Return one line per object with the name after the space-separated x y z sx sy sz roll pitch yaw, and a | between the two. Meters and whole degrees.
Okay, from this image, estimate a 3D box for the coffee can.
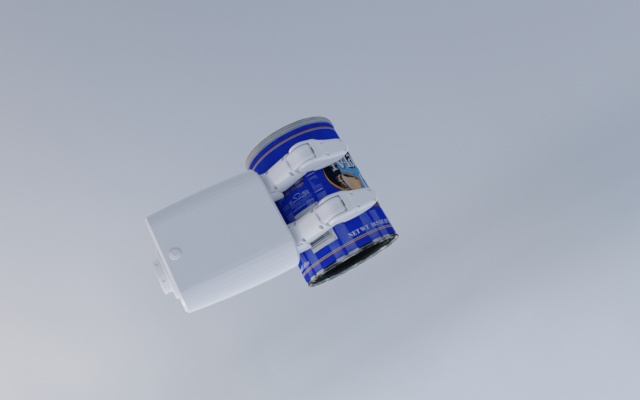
0.000 0.001 0.486 0.103 0.140 0.103 -27 -15 -8 | coffee can
